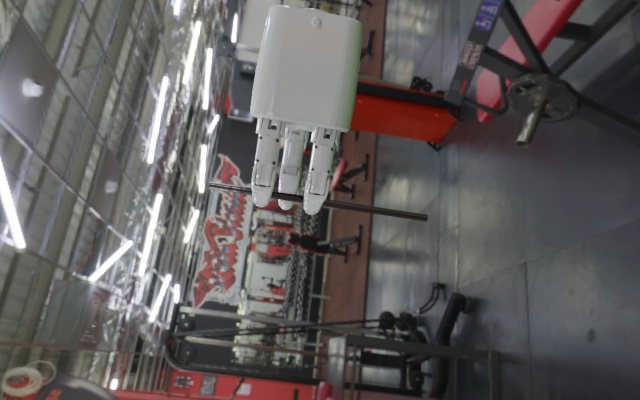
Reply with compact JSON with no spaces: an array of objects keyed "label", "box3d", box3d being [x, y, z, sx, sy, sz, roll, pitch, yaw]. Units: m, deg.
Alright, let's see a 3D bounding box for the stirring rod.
[{"label":"stirring rod","box3d":[0.000,0.002,0.521,0.239,0.011,0.011,9,-1,-6]}]
